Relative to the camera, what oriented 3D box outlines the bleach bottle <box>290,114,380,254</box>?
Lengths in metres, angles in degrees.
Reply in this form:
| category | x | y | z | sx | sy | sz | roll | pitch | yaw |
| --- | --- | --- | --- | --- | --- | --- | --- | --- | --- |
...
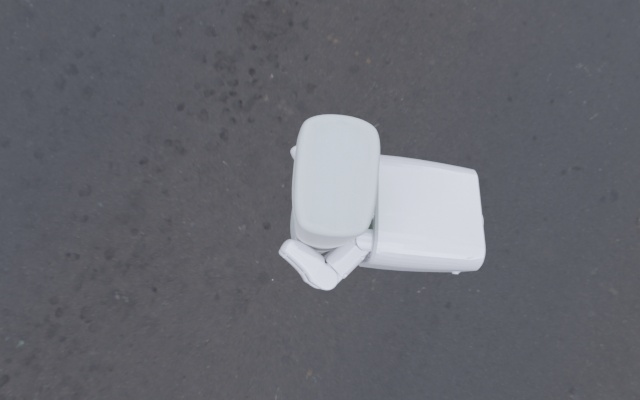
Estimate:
| category | x | y | z | sx | sy | sz | roll | pitch | yaw |
| --- | --- | --- | --- | --- | --- | --- | --- | --- | --- |
| bleach bottle | 0.000 | 0.002 | 0.491 | 0.068 | 0.102 | 0.251 | 6 | -10 | -5 |
